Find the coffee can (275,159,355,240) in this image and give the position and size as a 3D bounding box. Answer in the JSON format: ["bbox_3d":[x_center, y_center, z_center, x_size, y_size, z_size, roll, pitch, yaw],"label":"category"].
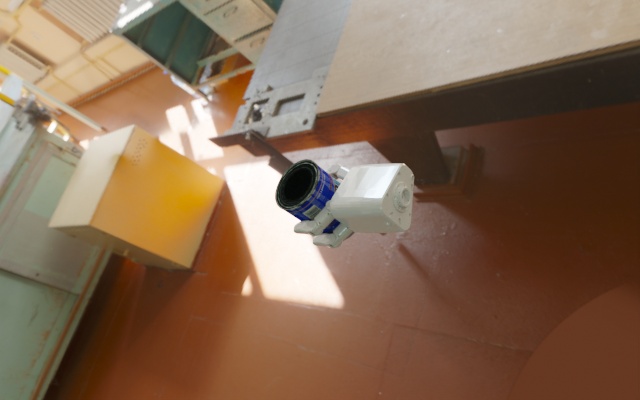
[{"bbox_3d":[0.000,0.003,0.883,0.103,0.102,0.140,0,-27,44],"label":"coffee can"}]
